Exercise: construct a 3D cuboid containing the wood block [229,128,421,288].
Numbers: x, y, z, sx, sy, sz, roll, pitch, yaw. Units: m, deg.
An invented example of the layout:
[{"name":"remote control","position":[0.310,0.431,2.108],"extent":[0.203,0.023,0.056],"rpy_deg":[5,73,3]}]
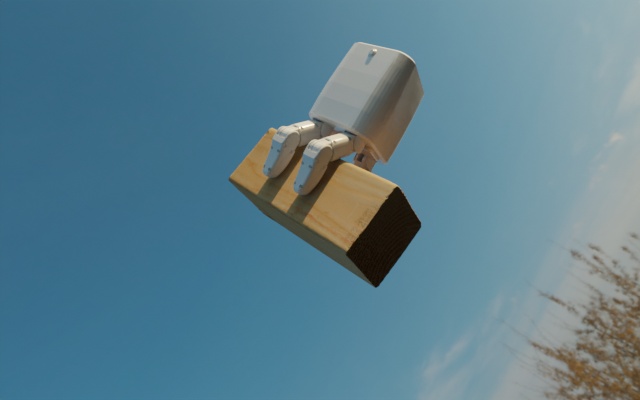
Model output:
[{"name":"wood block","position":[0.000,0.002,0.558],"extent":[0.206,0.090,0.091],"rpy_deg":[29,-13,40]}]
